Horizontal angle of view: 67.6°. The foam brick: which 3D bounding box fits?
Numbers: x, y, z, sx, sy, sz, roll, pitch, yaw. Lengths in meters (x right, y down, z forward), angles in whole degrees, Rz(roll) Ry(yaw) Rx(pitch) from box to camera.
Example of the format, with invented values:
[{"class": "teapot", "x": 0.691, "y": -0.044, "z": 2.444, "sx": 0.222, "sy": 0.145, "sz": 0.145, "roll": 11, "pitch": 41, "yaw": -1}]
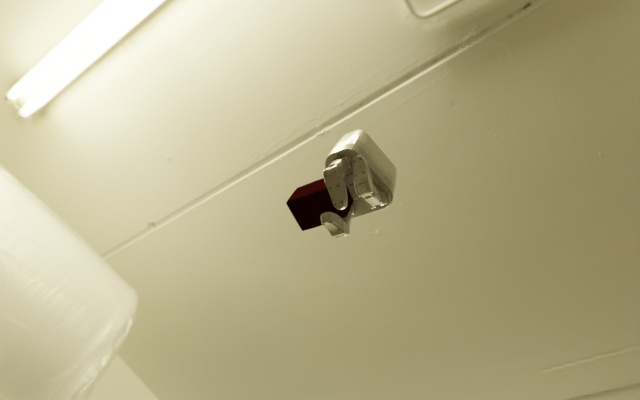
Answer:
[{"class": "foam brick", "x": 0.000, "y": 0.002, "z": 0.704, "sx": 0.078, "sy": 0.053, "sz": 0.051, "roll": -19, "pitch": 21, "yaw": 23}]
